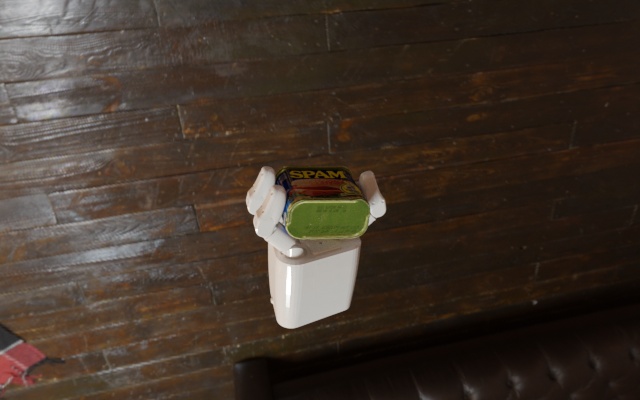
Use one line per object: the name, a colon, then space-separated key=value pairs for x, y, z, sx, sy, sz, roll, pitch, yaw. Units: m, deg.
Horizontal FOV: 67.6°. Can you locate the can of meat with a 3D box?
can of meat: x=0.000 y=0.002 z=0.562 sx=0.102 sy=0.057 sz=0.084 roll=-1 pitch=29 yaw=-15
